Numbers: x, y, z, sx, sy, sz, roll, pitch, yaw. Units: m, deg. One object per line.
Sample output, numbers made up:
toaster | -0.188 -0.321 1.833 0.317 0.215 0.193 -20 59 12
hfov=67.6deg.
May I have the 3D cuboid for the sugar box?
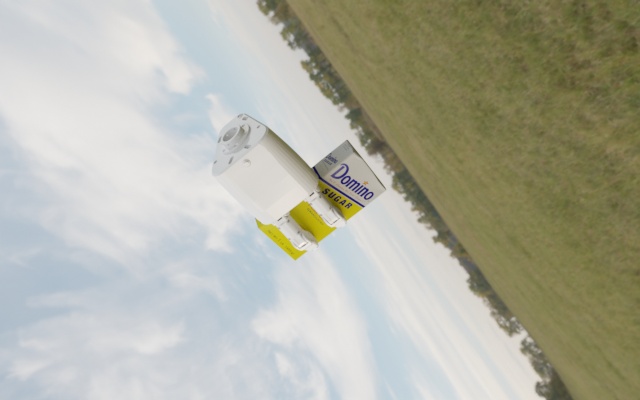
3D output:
sugar box | 0.000 0.003 0.700 0.093 0.176 0.048 46 12 -36
